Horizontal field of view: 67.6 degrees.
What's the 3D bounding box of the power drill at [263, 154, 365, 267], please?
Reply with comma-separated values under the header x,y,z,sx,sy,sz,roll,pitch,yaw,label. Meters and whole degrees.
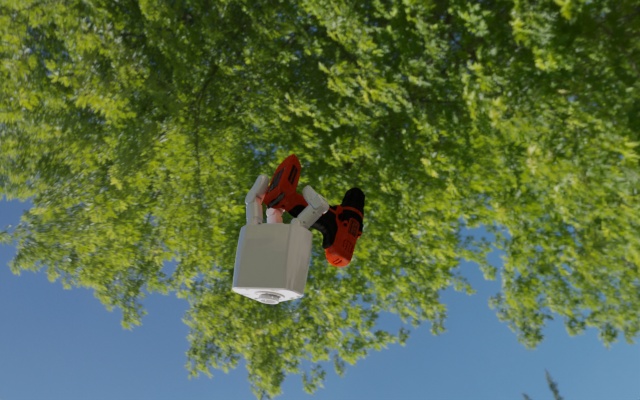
x,y,z,sx,sy,sz,roll,pitch,yaw,label
0.000,0.003,0.851,0.188,0.184,0.057,37,-49,-17,power drill
